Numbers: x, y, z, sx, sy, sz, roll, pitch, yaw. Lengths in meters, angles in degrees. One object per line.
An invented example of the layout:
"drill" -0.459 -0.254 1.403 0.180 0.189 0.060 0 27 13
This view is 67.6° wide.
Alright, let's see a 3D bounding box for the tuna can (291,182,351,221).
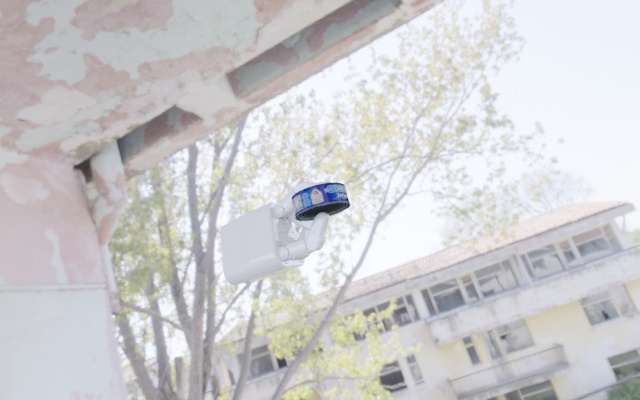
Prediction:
"tuna can" 0.000 0.002 0.717 0.086 0.033 0.086 -14 -14 -3
